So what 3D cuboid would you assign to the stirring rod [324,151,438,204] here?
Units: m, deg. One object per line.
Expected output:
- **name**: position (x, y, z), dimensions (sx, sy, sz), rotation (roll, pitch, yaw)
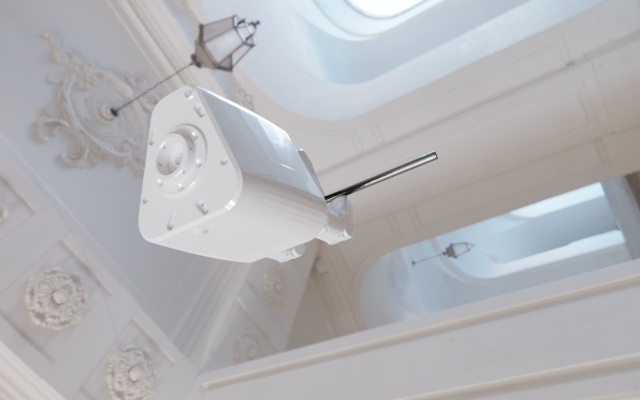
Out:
- **stirring rod**: position (0.000, 0.001, 0.469), dimensions (0.239, 0.011, 0.011), rotation (-22, -10, 24)
